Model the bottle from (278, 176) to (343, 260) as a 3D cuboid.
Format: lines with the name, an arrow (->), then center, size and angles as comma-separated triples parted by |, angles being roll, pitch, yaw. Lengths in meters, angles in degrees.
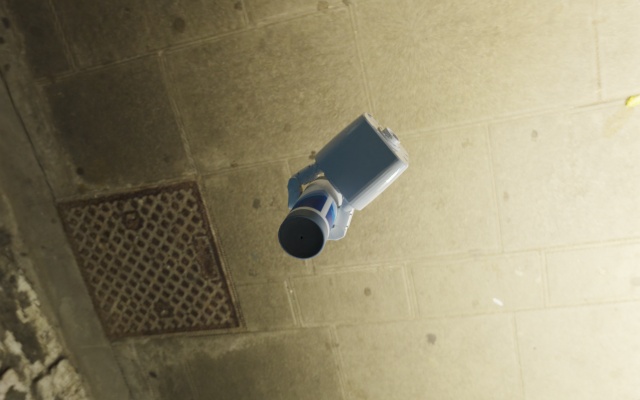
bottle -> 0.000, 0.003, 0.788 | 0.069, 0.069, 0.295 | 0, 19, 11
